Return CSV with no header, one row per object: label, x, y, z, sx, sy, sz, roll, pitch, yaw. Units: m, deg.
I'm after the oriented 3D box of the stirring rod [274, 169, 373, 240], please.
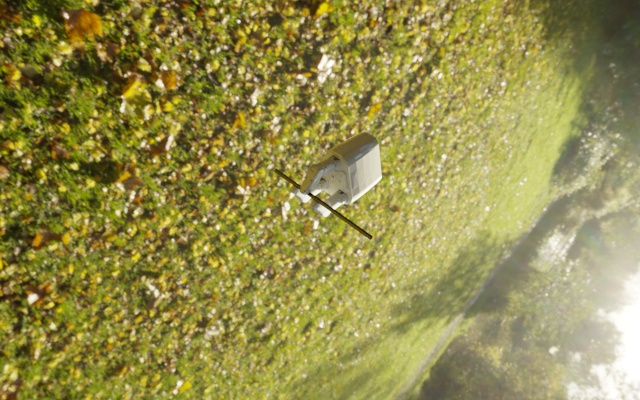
stirring rod,0.000,0.003,0.874,0.239,0.011,0.011,35,18,27
